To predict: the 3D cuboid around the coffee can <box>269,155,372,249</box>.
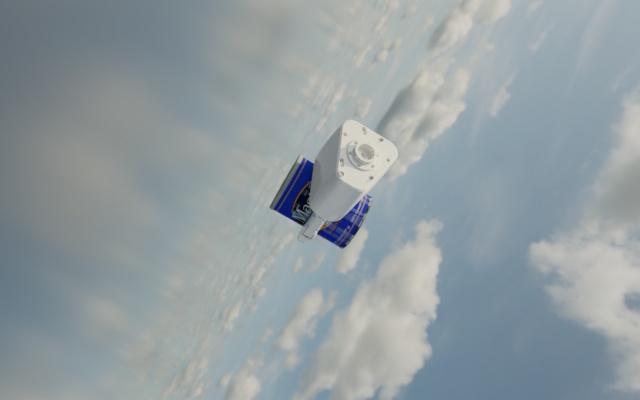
[{"bbox_3d":[0.000,0.003,0.799,0.140,0.103,0.103,30,-4,-6],"label":"coffee can"}]
